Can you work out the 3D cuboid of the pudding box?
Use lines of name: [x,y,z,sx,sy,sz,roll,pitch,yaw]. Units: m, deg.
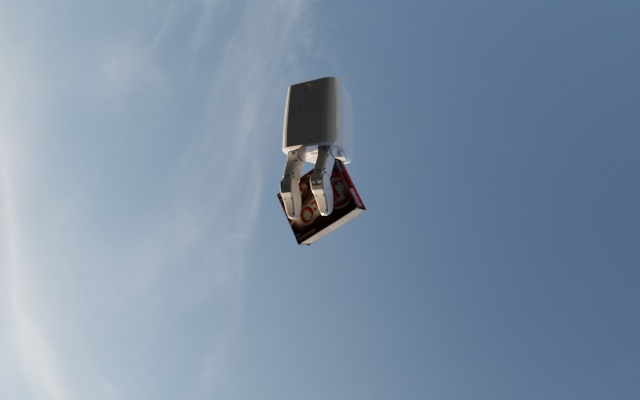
pudding box: [0.000,0.002,0.714,0.113,0.090,0.039,-35,-24,23]
